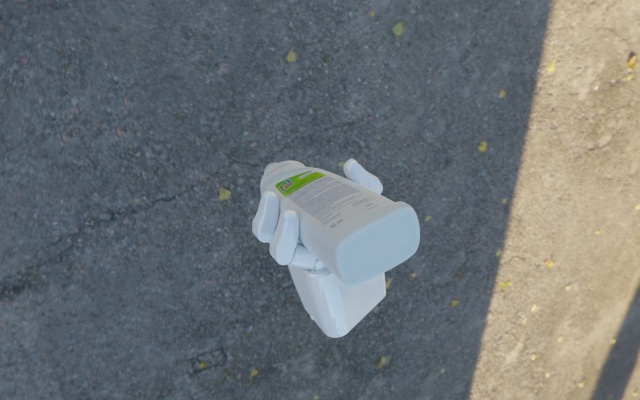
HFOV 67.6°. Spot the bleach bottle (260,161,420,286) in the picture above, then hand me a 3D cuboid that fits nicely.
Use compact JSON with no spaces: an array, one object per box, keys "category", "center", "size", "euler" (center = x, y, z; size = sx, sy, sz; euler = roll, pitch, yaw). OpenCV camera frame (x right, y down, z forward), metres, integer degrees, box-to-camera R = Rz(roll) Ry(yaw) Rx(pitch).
[{"category":"bleach bottle","center":[0.000,0.002,0.568],"size":[0.102,0.068,0.250],"euler":[-25,32,-18]}]
